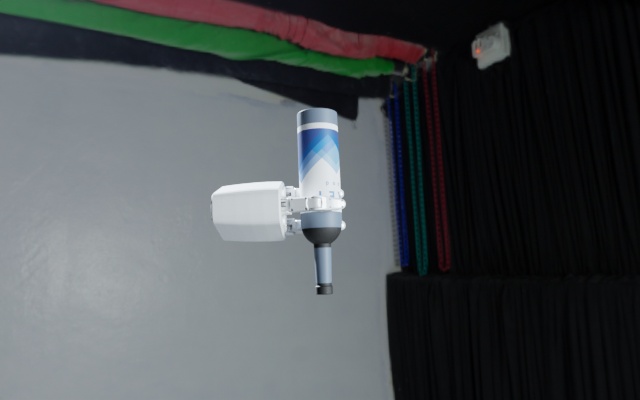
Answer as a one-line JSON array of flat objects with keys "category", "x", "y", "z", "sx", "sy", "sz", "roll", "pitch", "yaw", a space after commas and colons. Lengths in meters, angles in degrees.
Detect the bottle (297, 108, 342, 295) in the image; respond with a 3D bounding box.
[{"category": "bottle", "x": 0.000, "y": 0.002, "z": 0.774, "sx": 0.069, "sy": 0.295, "sz": 0.069, "roll": -2, "pitch": -7, "yaw": 0}]
